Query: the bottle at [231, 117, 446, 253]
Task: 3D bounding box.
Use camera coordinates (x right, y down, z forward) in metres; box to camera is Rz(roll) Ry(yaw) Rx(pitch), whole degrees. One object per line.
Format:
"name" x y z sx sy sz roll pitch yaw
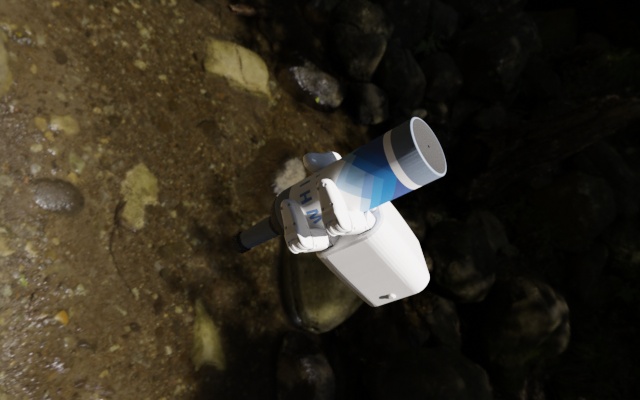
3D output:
"bottle" 0.000 0.002 0.561 0.296 0.069 0.069 -27 -16 33
